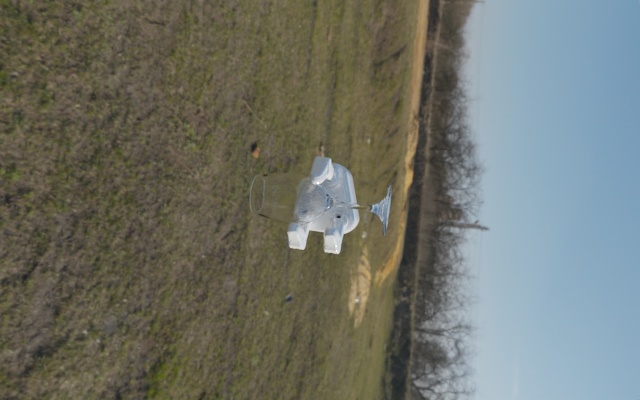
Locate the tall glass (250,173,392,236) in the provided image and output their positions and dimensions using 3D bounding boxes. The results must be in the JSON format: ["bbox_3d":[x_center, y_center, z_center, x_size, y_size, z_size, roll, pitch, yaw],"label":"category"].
[{"bbox_3d":[0.001,0.002,0.706,0.201,0.079,0.079,7,1,11],"label":"tall glass"}]
